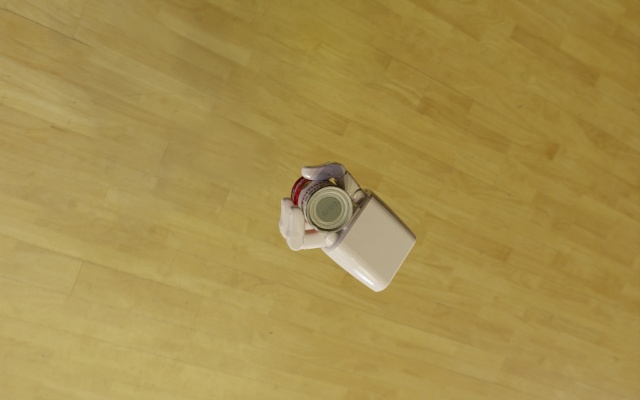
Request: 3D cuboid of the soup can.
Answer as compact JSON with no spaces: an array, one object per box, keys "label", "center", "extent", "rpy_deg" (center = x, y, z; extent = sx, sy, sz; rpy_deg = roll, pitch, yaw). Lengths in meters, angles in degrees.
[{"label":"soup can","center":[0.000,0.002,0.682],"extent":[0.068,0.068,0.102],"rpy_deg":[0,12,-15]}]
